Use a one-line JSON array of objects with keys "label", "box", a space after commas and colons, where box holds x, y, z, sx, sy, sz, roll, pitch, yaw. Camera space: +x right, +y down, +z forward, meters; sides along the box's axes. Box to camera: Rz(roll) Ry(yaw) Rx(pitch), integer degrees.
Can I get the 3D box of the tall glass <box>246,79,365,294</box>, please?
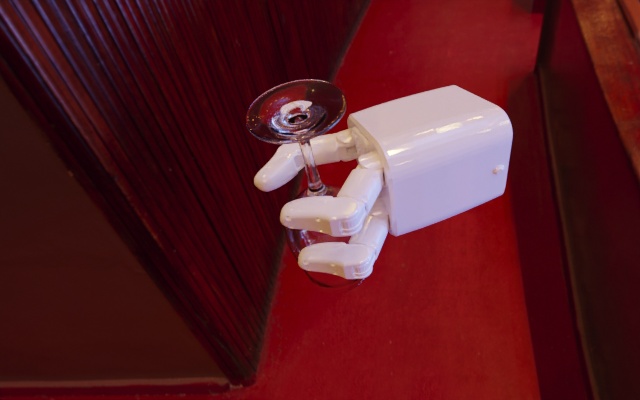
[{"label": "tall glass", "box": [0.000, 0.001, 0.414, 0.079, 0.079, 0.201, 0, -43, 14]}]
